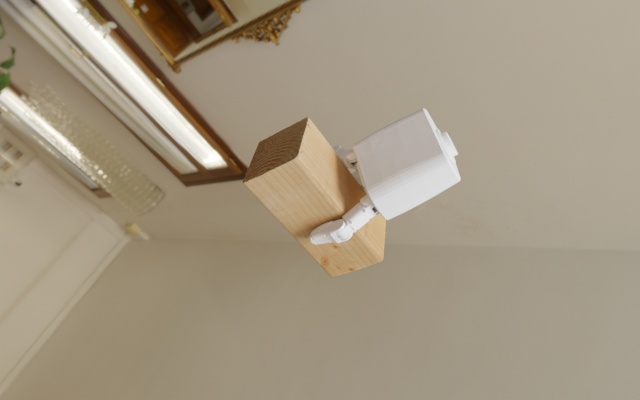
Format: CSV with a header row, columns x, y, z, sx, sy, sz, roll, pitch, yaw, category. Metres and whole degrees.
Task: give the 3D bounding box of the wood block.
x,y,z,sx,sy,sz,roll,pitch,yaw,category
0.000,0.002,0.660,0.090,0.090,0.206,-22,-55,28,wood block
